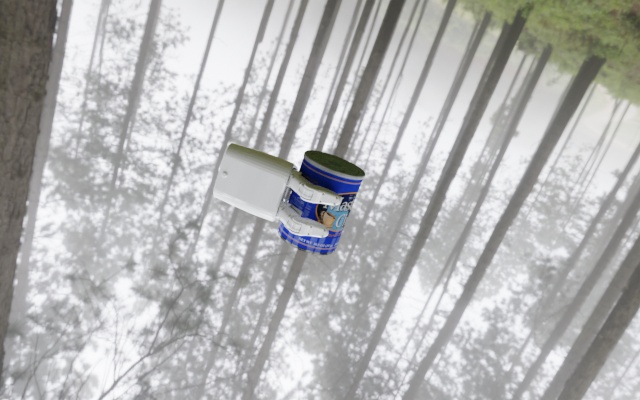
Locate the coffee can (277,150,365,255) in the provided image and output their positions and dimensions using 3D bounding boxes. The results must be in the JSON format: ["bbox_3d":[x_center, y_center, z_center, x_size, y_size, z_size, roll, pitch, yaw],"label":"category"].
[{"bbox_3d":[0.000,0.002,0.773,0.103,0.140,0.102,19,17,-6],"label":"coffee can"}]
